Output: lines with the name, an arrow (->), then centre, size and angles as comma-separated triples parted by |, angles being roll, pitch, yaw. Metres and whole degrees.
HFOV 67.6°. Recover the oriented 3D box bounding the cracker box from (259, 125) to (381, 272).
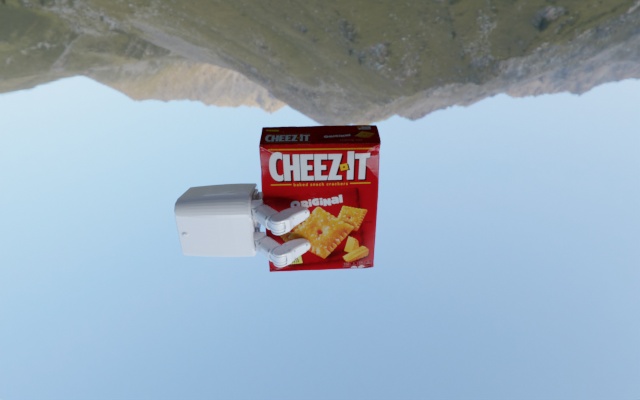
cracker box -> 0.000, 0.002, 0.698 | 0.164, 0.214, 0.072 | -1, 32, -1
